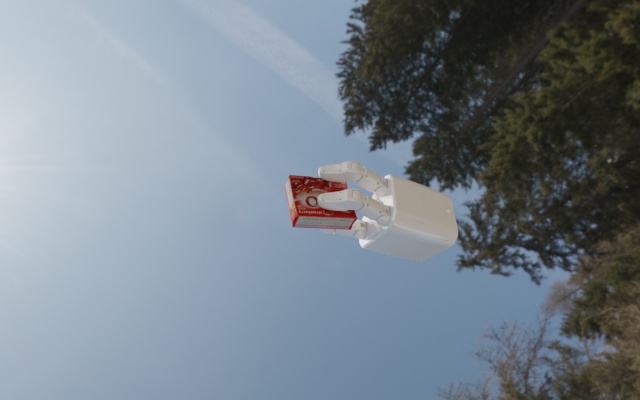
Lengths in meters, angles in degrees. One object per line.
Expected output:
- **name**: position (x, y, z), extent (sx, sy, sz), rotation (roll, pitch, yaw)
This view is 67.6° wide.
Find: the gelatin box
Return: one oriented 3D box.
- **gelatin box**: position (0.000, 0.002, 0.664), extent (0.089, 0.073, 0.030), rotation (3, -41, -21)
